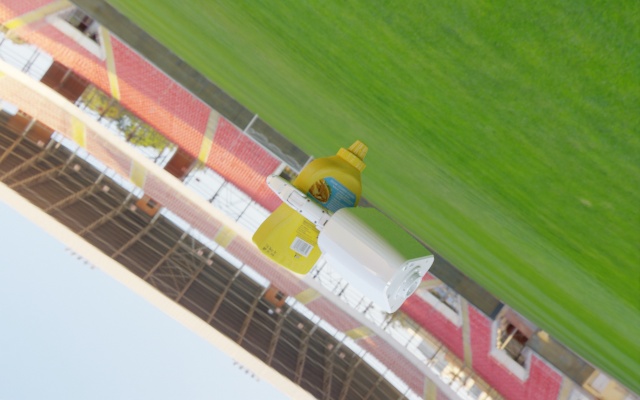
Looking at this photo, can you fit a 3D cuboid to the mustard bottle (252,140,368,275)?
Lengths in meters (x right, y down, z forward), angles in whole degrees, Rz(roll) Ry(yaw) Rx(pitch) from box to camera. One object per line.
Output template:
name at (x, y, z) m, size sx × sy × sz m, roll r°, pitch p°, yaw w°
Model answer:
mustard bottle at (0.000, 0.002, 0.633) m, size 0.096 × 0.191 × 0.058 m, roll 35°, pitch 2°, yaw -37°
